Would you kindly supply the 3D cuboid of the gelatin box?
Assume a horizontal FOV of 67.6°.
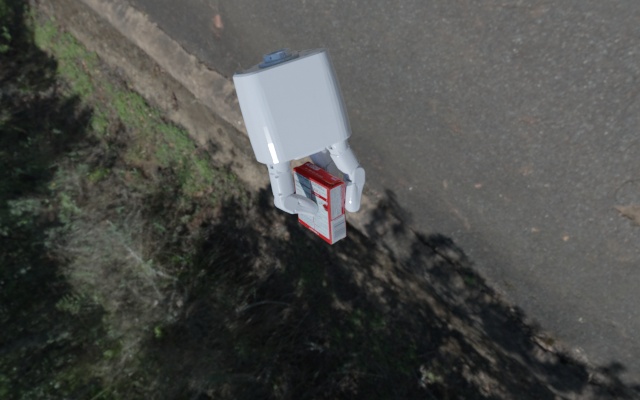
[{"bbox_3d":[0.000,0.003,0.628,0.030,0.089,0.073,-25,38,-31],"label":"gelatin box"}]
